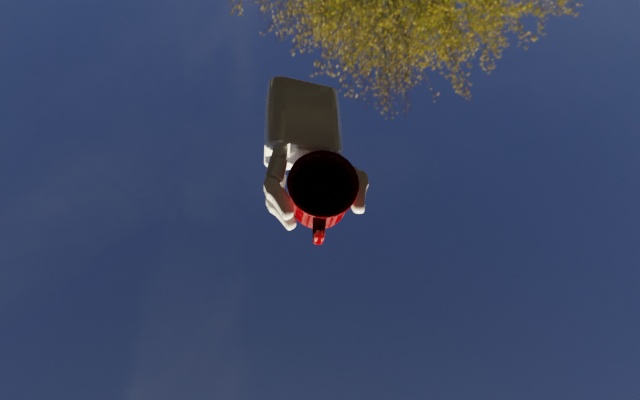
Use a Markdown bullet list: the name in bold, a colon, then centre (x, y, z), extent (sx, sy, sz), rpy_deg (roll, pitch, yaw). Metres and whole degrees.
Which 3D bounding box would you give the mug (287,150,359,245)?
- **mug**: centre (0.000, 0.004, 0.643), extent (0.093, 0.117, 0.081), rpy_deg (2, -19, -5)
